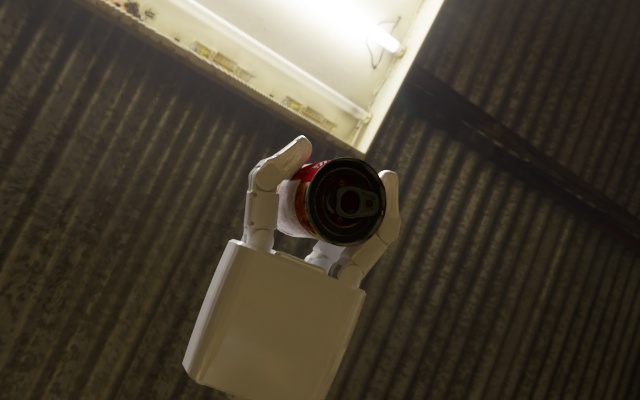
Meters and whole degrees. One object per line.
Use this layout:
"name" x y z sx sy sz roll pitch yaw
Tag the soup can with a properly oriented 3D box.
"soup can" 0.000 0.001 0.404 0.068 0.068 0.102 0 0 -25
